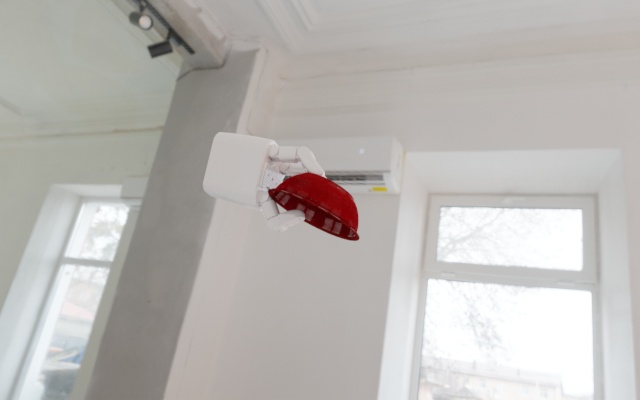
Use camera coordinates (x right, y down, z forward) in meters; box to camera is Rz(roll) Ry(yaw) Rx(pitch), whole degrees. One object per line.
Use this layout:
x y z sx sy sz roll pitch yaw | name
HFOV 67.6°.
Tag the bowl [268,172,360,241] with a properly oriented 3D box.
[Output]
0.002 0.003 0.754 0.162 0.055 0.162 27 -13 7 | bowl
